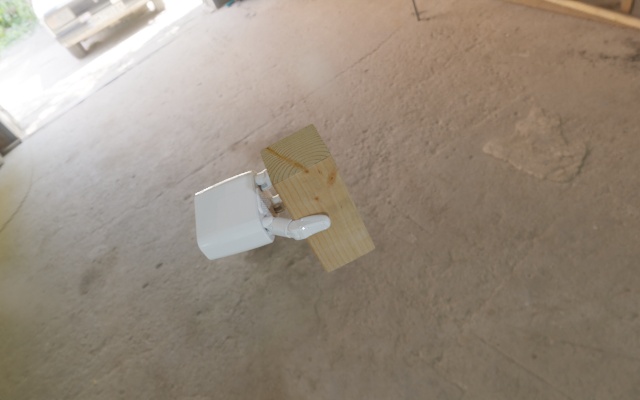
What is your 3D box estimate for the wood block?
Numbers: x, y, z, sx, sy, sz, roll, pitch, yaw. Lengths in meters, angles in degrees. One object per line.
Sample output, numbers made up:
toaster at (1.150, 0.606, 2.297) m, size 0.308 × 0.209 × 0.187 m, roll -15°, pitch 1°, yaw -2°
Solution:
wood block at (0.000, 0.003, 0.726) m, size 0.090 × 0.206 × 0.090 m, roll -27°, pitch 41°, yaw 2°
